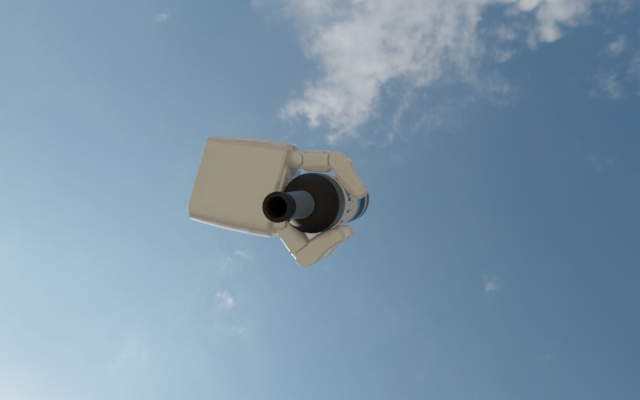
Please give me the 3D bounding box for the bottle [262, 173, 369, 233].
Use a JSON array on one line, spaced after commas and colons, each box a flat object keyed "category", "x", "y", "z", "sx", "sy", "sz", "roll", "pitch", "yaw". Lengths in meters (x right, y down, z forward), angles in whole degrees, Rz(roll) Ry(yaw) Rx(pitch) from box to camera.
[{"category": "bottle", "x": 0.000, "y": 0.002, "z": 0.555, "sx": 0.069, "sy": 0.069, "sz": 0.295, "roll": 0, "pitch": 2, "yaw": 15}]
